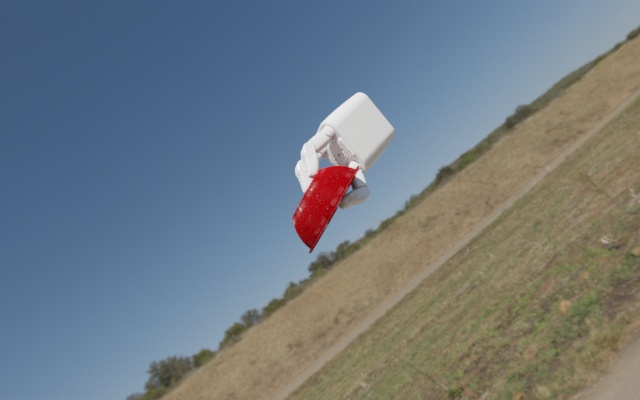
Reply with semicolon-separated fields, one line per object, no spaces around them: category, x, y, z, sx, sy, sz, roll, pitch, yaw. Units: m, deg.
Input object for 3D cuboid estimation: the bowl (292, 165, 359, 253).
bowl;-0.001;0.003;0.768;0.055;0.162;0.162;29;0;0
